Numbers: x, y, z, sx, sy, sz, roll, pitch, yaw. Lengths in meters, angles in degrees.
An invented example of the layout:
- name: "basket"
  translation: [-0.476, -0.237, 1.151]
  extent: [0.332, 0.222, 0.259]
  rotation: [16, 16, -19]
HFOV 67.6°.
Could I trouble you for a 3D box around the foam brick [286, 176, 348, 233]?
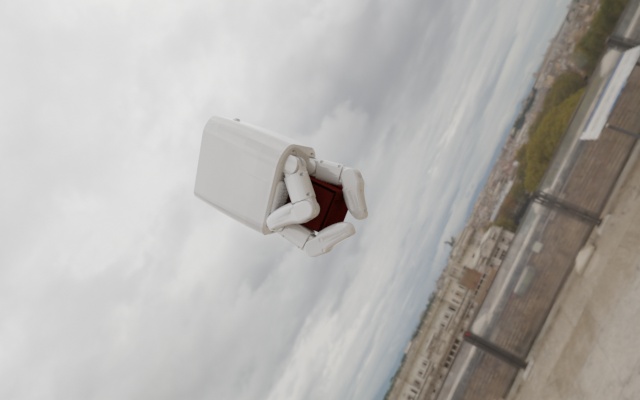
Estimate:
- name: "foam brick"
  translation: [0.000, 0.002, 0.565]
  extent: [0.051, 0.053, 0.078]
  rotation: [24, 10, 18]
